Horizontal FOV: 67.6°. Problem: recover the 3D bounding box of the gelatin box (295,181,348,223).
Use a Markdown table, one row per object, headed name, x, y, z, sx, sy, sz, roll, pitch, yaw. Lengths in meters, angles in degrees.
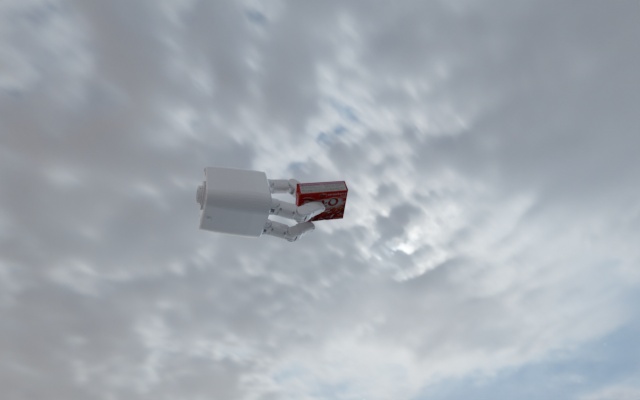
| name | x | y | z | sx | sy | sz | roll | pitch | yaw |
| --- | --- | --- | --- | --- | --- | --- | --- | --- | --- |
| gelatin box | 0.000 | 0.002 | 0.848 | 0.089 | 0.073 | 0.030 | -5 | 46 | -12 |
